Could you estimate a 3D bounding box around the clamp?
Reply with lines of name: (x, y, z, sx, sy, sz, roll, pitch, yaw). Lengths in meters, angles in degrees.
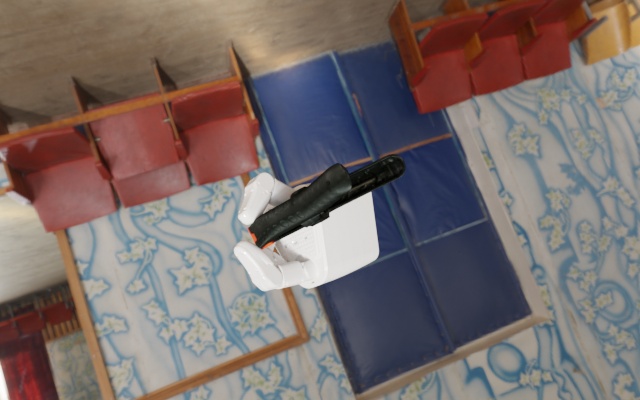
clamp: (0.000, 0.002, 0.460, 0.120, 0.039, 0.171, -10, -14, -46)
